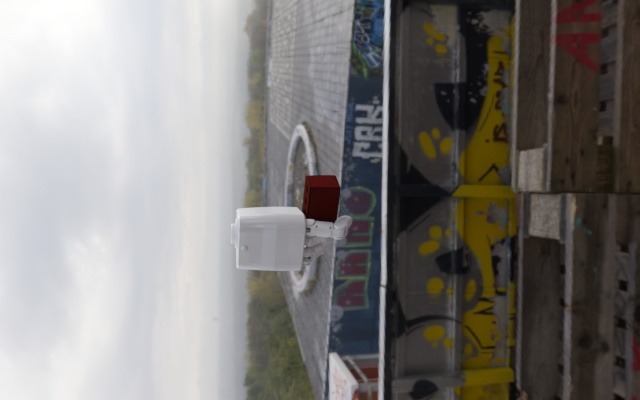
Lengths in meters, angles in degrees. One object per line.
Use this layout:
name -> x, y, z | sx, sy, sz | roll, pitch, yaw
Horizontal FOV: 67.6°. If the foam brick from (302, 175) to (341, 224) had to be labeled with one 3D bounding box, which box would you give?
foam brick -> 0.000, 0.002, 0.787 | 0.051, 0.078, 0.053 | 2, 24, -10
